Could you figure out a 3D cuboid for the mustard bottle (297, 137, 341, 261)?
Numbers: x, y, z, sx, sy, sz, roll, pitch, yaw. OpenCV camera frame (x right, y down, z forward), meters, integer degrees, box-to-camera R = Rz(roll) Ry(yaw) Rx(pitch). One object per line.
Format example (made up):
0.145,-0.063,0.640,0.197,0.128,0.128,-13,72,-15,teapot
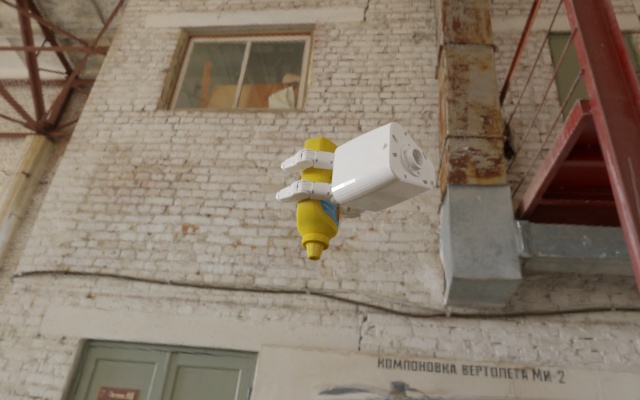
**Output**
0.000,0.002,0.748,0.058,0.191,0.096,-7,-32,21,mustard bottle
